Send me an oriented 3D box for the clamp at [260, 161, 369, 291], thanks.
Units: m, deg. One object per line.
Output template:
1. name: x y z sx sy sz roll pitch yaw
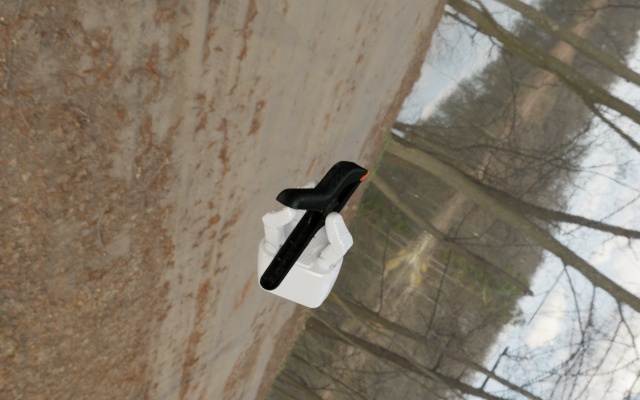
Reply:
1. clamp: 0.001 0.002 0.596 0.036 0.165 0.210 33 53 16
